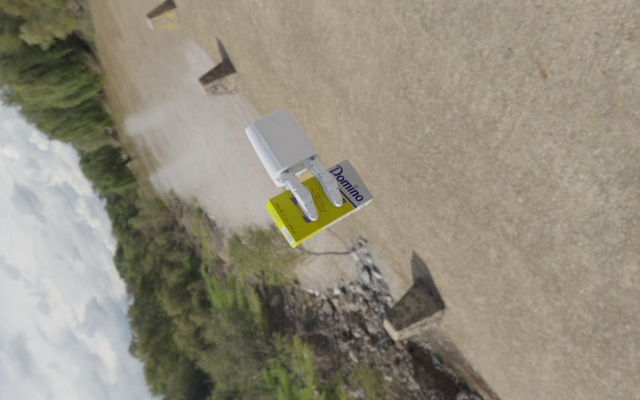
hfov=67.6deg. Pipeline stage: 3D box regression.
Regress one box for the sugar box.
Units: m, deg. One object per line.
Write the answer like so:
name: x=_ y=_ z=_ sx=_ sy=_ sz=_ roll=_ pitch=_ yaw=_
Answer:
sugar box: x=0.000 y=0.003 z=0.869 sx=0.176 sy=0.093 sz=0.048 roll=-30 pitch=-9 yaw=-21
